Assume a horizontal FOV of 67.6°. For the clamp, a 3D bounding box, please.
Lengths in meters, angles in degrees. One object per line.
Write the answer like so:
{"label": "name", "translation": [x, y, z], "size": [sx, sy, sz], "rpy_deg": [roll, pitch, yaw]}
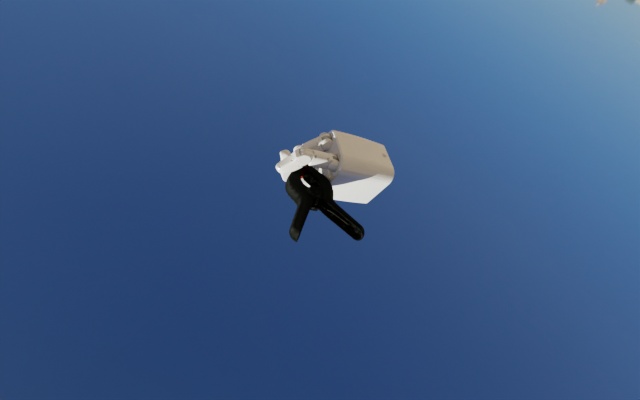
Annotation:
{"label": "clamp", "translation": [0.000, 0.003, 0.751], "size": [0.120, 0.171, 0.039], "rpy_deg": [12, -48, -24]}
